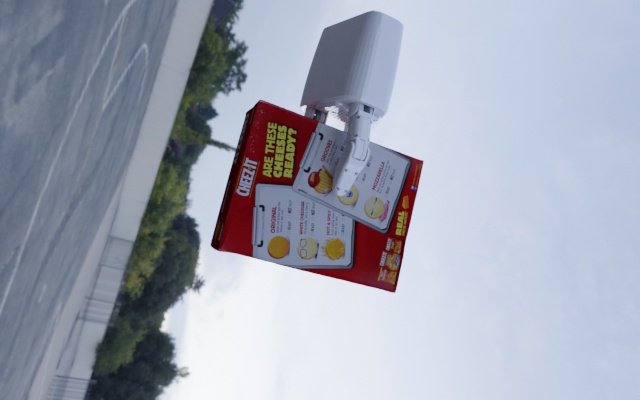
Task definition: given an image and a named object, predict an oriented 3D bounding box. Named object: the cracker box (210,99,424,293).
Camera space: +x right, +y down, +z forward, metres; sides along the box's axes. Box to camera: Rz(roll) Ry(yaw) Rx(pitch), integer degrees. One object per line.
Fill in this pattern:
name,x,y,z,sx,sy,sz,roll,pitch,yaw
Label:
cracker box,0.000,0.002,0.552,0.214,0.164,0.072,17,-9,-20
